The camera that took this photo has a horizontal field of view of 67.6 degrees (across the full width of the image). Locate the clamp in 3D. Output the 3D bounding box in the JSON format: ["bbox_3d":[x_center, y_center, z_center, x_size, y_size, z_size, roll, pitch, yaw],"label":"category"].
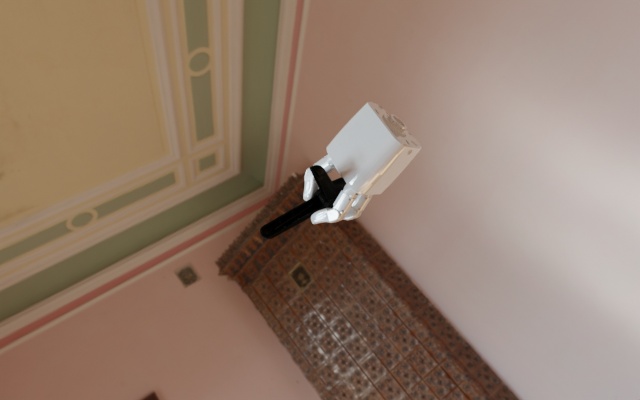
[{"bbox_3d":[0.000,0.002,0.812,0.165,0.036,0.210,-45,-21,26],"label":"clamp"}]
